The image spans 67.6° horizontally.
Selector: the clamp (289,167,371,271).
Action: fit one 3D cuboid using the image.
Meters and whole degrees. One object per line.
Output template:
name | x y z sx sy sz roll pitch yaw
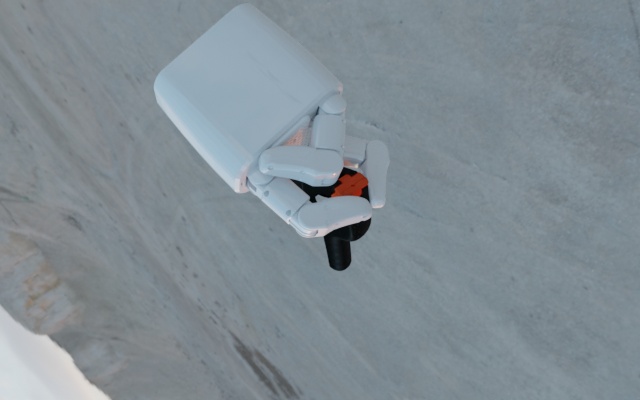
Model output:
clamp | 0.000 0.002 0.459 0.039 0.120 0.171 -41 -11 -23
